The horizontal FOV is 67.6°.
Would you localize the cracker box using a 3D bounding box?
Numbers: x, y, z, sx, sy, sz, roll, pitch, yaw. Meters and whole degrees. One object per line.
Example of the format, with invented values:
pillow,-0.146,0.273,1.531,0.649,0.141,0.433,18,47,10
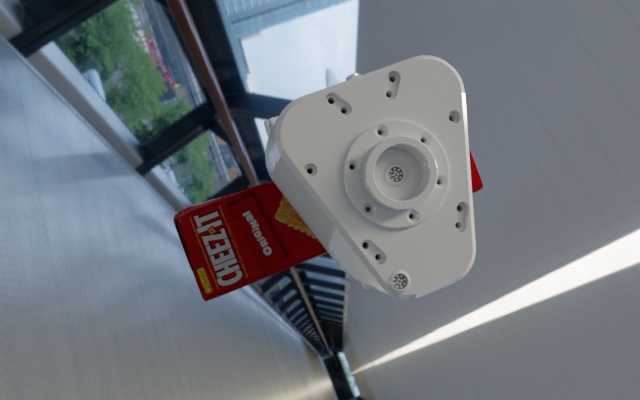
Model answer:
cracker box,0.000,0.001,0.408,0.213,0.072,0.164,-21,1,-7
